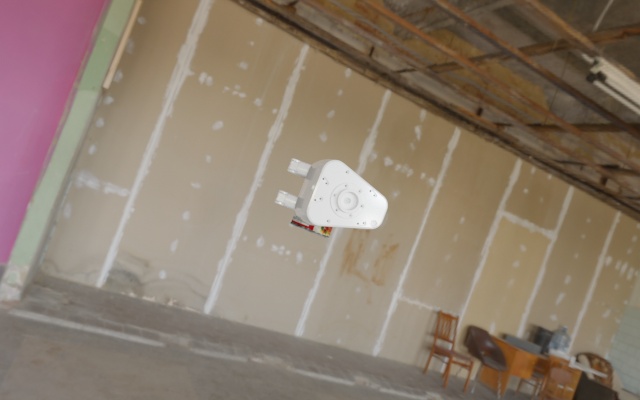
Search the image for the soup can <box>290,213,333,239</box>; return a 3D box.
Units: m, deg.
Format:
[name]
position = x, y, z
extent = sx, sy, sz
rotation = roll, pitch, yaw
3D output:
[soup can]
position = 0.000, 0.002, 0.780
extent = 0.068, 0.102, 0.068
rotation = 21, -2, 1
